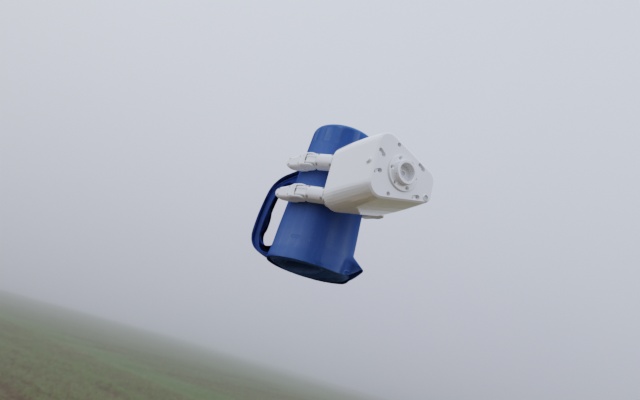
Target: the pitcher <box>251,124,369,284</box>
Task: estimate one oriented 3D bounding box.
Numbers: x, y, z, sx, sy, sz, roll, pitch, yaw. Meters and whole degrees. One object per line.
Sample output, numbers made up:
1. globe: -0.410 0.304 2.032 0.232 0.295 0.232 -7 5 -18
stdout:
1. pitcher: 0.000 0.003 0.773 0.149 0.242 0.145 25 -21 -25
